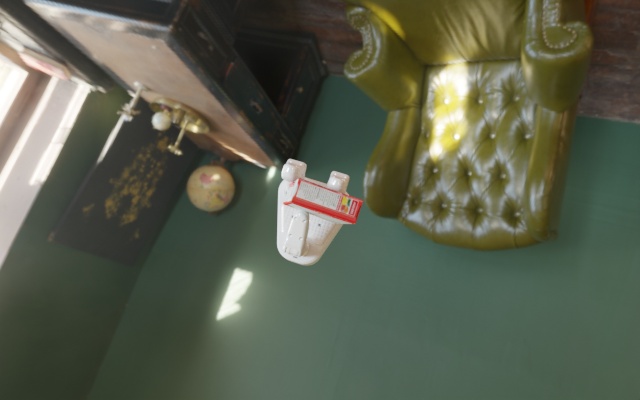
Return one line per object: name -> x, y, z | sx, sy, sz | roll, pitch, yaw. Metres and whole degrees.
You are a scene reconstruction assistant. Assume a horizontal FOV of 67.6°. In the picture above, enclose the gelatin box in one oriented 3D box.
gelatin box -> 0.000, 0.002, 0.535 | 0.073, 0.030, 0.089 | 20, -5, -9
